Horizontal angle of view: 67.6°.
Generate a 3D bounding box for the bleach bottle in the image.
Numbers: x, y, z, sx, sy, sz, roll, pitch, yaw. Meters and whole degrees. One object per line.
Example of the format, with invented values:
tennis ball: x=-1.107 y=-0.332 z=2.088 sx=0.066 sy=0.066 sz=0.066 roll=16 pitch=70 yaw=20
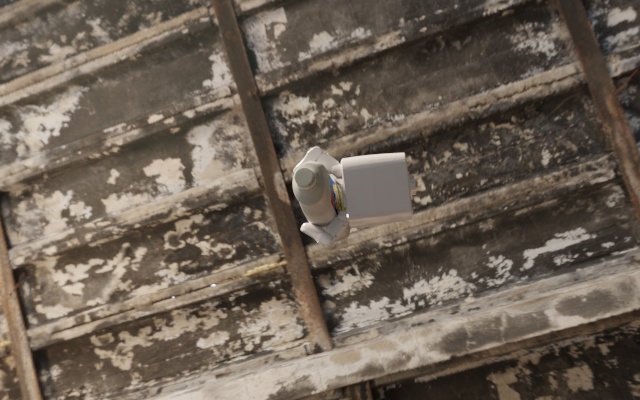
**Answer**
bleach bottle: x=0.000 y=0.003 z=0.806 sx=0.068 sy=0.102 sz=0.251 roll=-6 pitch=-14 yaw=10
